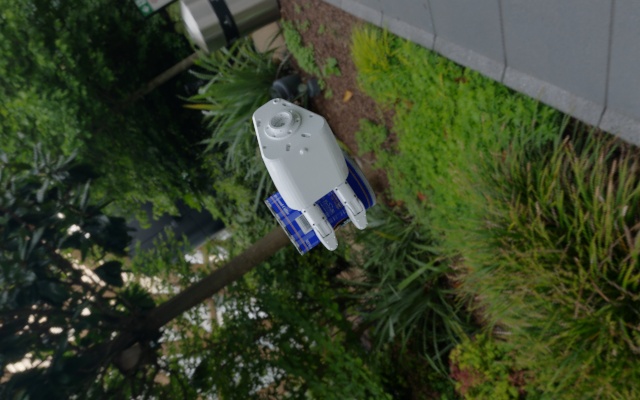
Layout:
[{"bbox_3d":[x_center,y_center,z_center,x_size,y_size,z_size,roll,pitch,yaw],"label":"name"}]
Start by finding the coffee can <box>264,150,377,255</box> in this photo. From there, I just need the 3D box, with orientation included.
[{"bbox_3d":[0.000,0.002,0.734,0.140,0.103,0.103,-35,4,-6],"label":"coffee can"}]
